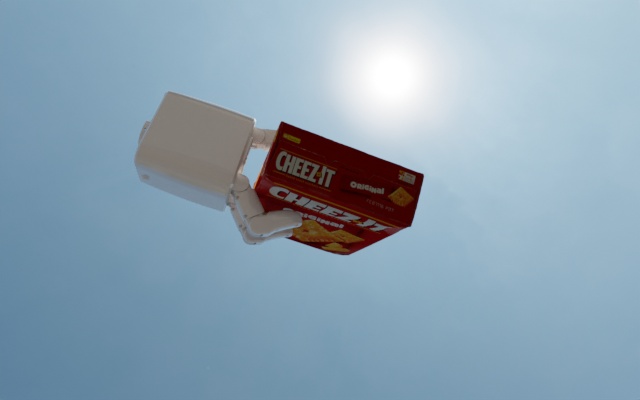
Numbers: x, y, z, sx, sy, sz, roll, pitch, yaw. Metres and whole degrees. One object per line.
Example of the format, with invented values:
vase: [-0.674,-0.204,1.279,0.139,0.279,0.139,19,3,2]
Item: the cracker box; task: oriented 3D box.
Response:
cracker box: [0.000,0.002,0.581,0.164,0.072,0.214,19,-18,-10]
